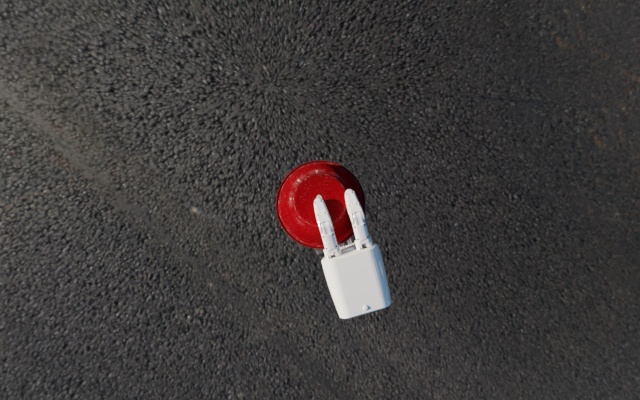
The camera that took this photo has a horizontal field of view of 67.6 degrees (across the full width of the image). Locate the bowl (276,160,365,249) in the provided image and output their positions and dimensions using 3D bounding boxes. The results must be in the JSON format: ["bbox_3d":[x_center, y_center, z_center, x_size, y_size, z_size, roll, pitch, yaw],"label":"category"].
[{"bbox_3d":[-0.001,0.002,0.834,0.162,0.162,0.055,0,-8,0],"label":"bowl"}]
